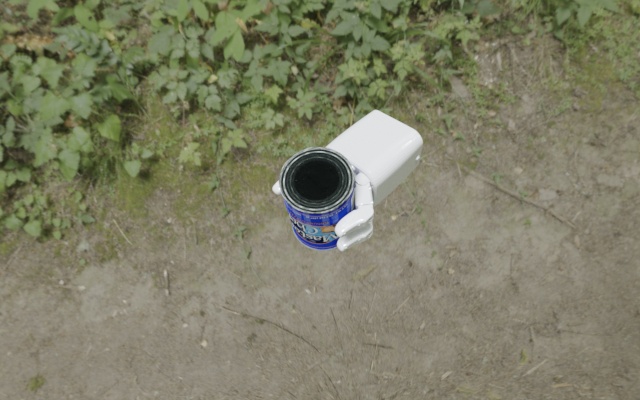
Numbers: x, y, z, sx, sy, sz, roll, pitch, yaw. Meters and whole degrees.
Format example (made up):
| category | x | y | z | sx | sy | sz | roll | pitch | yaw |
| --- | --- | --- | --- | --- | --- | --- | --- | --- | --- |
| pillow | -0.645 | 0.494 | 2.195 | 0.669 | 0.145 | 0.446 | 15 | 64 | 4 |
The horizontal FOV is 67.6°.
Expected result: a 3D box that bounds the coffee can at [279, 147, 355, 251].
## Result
| category | x | y | z | sx | sy | sz | roll | pitch | yaw |
| --- | --- | --- | --- | --- | --- | --- | --- | --- | --- |
| coffee can | 0.000 | 0.002 | 0.699 | 0.103 | 0.102 | 0.140 | 0 | -26 | 5 |
